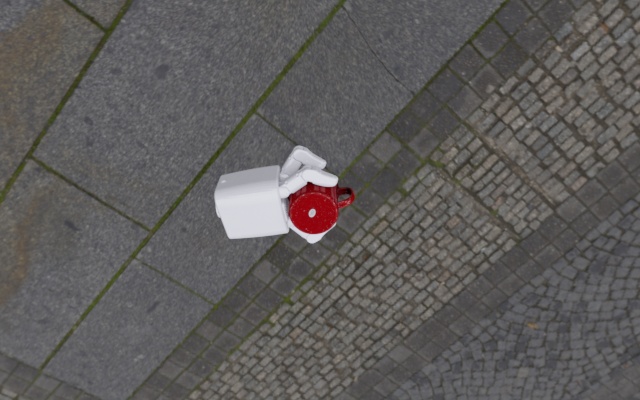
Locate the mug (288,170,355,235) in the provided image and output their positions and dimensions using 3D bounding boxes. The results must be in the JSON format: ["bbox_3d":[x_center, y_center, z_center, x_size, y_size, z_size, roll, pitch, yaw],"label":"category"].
[{"bbox_3d":[0.002,0.003,0.804,0.117,0.093,0.081,-8,27,3],"label":"mug"}]
